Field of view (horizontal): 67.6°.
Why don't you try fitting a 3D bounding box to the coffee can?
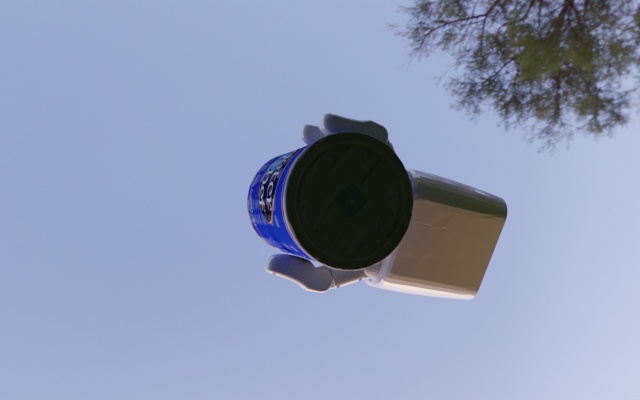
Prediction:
[{"bbox_3d":[0.000,0.001,0.414,0.103,0.103,0.140,0,-1,-20],"label":"coffee can"}]
